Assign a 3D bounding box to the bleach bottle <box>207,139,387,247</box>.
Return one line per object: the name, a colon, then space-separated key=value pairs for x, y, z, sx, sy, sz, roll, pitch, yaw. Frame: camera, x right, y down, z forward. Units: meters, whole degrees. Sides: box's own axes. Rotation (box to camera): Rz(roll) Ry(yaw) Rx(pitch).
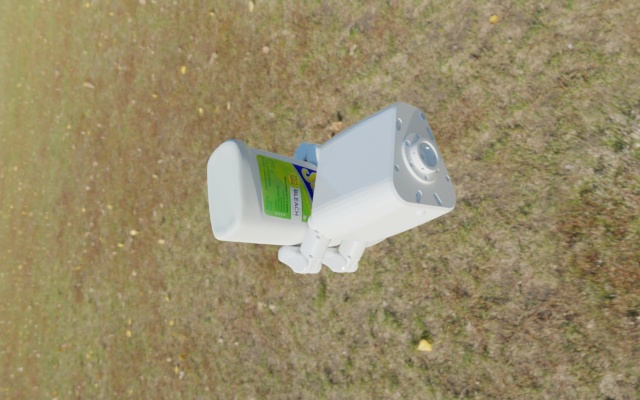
bleach bottle: x=0.000 y=0.002 z=0.548 sx=0.251 sy=0.102 sz=0.068 roll=7 pitch=-23 yaw=-39
